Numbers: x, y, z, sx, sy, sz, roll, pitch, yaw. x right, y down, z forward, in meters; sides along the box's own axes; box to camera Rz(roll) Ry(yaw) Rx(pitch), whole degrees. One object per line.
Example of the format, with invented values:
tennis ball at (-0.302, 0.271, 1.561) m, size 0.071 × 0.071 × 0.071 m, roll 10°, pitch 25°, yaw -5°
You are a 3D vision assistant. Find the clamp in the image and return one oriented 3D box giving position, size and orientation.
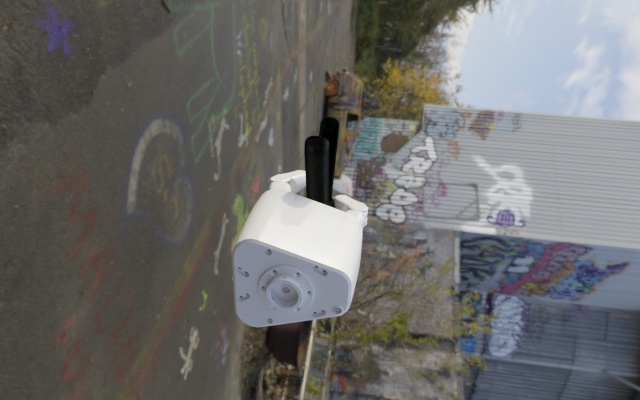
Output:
clamp at (0.001, 0.003, 0.584) m, size 0.036 × 0.210 × 0.164 m, roll 6°, pitch 24°, yaw 6°
